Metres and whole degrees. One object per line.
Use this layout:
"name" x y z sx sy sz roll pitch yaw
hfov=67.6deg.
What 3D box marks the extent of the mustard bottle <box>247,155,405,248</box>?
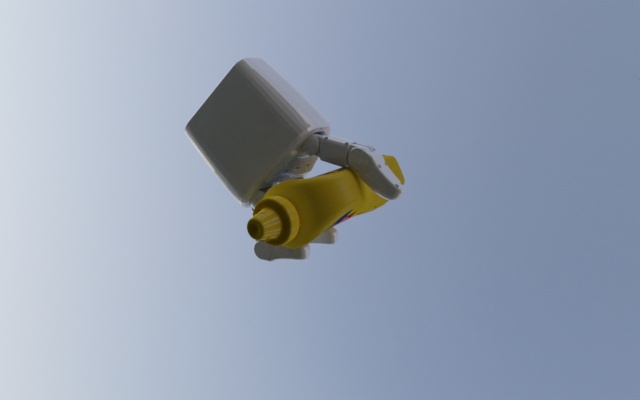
"mustard bottle" 0.000 0.002 0.449 0.096 0.058 0.191 -22 -1 35
